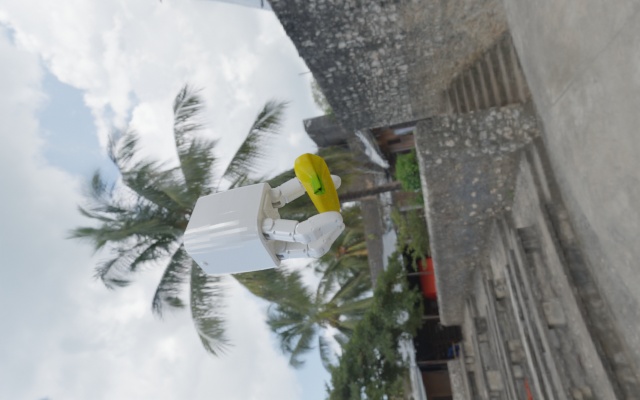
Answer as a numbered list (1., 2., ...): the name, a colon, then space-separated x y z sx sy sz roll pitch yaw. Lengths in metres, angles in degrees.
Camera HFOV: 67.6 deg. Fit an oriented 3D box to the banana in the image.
1. banana: -0.004 -0.017 0.601 0.037 0.069 0.198 -12 -14 6
